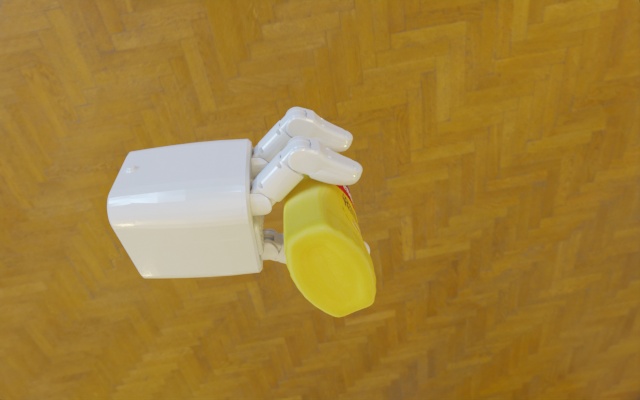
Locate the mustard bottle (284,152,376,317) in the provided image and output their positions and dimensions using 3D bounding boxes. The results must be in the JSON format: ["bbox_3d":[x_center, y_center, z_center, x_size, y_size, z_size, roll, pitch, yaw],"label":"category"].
[{"bbox_3d":[0.000,0.001,0.420,0.058,0.096,0.191,-25,34,11],"label":"mustard bottle"}]
